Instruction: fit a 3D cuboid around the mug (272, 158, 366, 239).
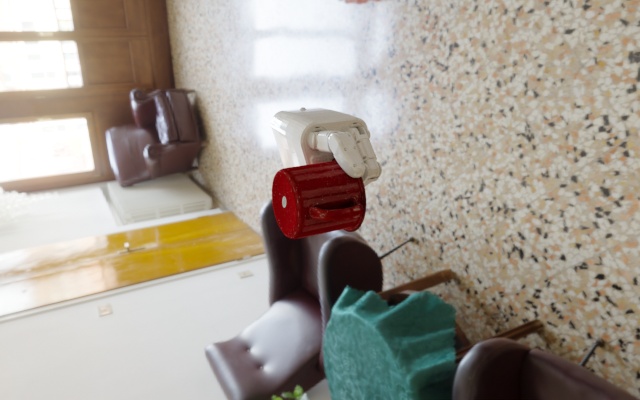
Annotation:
[{"bbox_3d":[0.001,0.002,0.542,0.081,0.093,0.117,-10,22,-26],"label":"mug"}]
